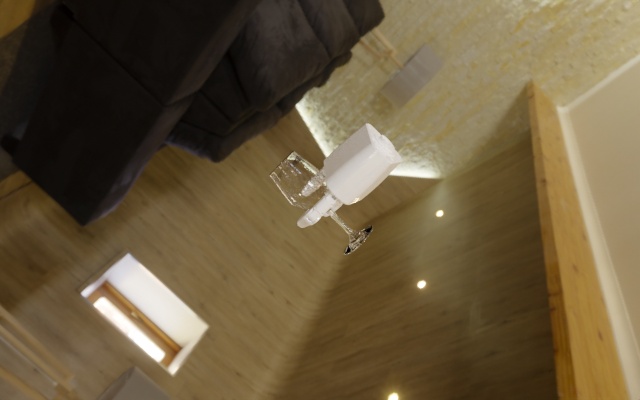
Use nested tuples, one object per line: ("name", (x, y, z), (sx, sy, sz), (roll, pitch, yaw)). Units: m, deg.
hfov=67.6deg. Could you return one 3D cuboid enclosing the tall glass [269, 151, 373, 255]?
("tall glass", (0.001, 0.003, 0.862), (0.201, 0.079, 0.079), (45, -7, -7))
